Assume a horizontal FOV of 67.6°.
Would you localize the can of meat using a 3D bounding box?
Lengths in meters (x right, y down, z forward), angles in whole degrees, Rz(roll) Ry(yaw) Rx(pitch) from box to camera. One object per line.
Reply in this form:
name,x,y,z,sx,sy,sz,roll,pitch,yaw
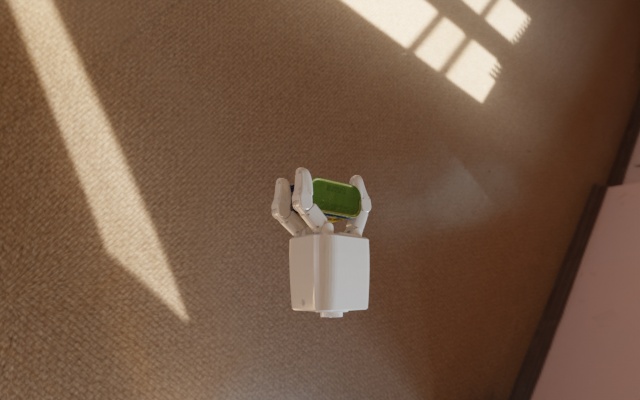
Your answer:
can of meat,0.000,0.002,0.727,0.102,0.057,0.084,10,-14,-31
